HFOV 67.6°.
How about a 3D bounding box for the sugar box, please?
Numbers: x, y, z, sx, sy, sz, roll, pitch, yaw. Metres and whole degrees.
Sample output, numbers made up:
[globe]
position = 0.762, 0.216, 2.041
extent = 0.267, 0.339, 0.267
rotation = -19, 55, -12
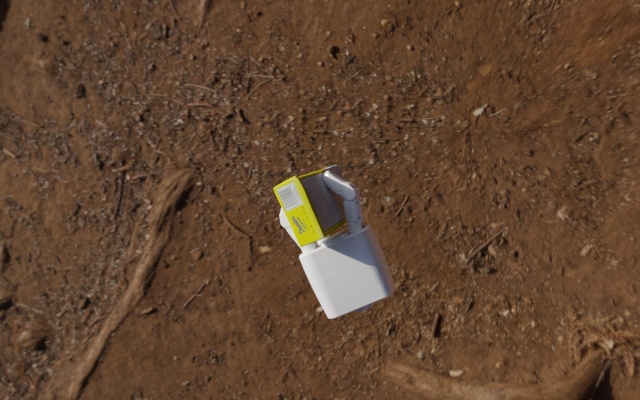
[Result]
[sugar box]
position = 0.000, 0.003, 0.723
extent = 0.048, 0.093, 0.176
rotation = -24, 0, 20
